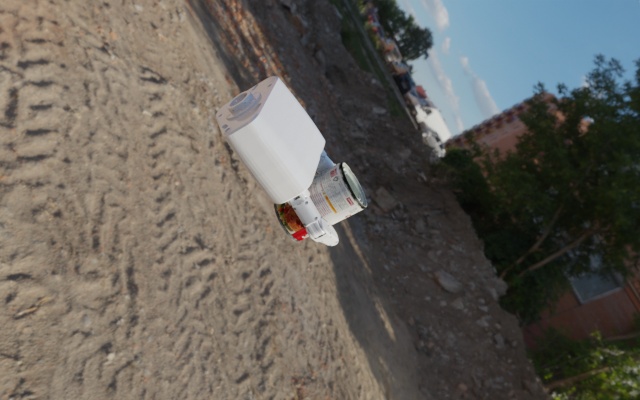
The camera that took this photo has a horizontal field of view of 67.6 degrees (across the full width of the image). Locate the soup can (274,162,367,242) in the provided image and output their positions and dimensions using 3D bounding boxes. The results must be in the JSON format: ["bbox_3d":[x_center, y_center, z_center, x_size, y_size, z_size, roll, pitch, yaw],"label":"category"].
[{"bbox_3d":[0.001,0.002,0.618,0.102,0.068,0.068,-28,-8,15],"label":"soup can"}]
